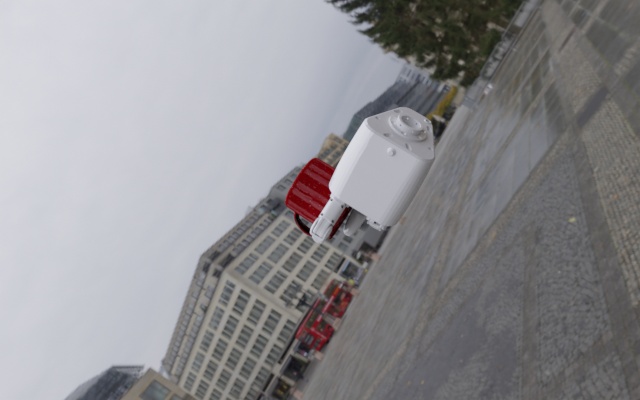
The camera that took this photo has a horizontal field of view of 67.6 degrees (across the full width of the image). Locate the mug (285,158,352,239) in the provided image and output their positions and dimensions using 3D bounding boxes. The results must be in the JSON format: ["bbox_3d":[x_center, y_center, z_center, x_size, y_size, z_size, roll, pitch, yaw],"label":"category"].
[{"bbox_3d":[-0.001,0.003,0.673,0.081,0.117,0.093,32,37,6],"label":"mug"}]
